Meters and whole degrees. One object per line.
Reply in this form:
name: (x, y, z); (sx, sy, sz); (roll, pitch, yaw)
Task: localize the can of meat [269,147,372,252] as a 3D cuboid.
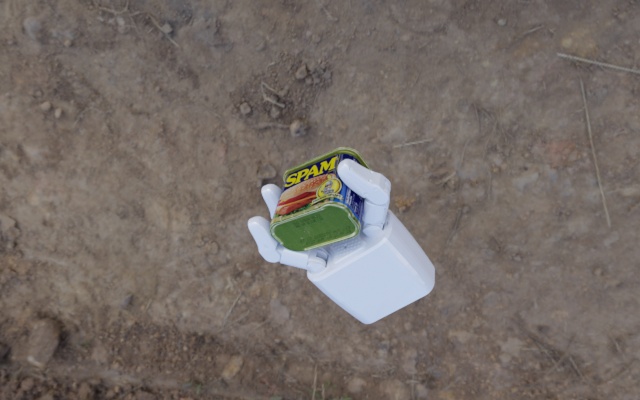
can of meat: (0.000, 0.002, 0.509); (0.102, 0.084, 0.057); (-20, -52, 31)
